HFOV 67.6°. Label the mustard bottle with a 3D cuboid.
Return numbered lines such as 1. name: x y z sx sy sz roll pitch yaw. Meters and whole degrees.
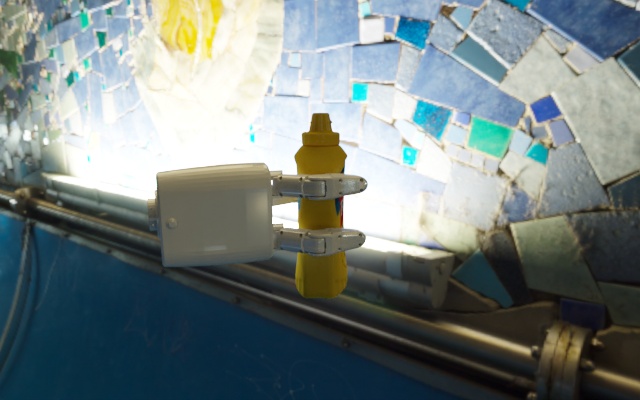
1. mustard bottle: 0.000 0.002 0.520 0.058 0.192 0.096 1 12 6
